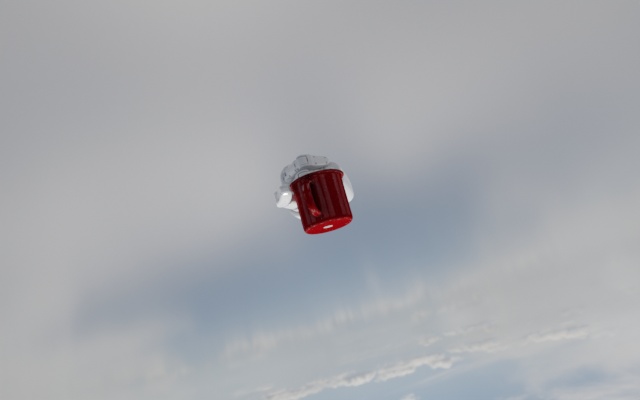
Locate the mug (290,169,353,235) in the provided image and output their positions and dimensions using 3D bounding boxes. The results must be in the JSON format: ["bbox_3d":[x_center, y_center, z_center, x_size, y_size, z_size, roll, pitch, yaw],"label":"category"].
[{"bbox_3d":[0.000,0.002,0.756,0.093,0.081,0.117,-19,-16,13],"label":"mug"}]
